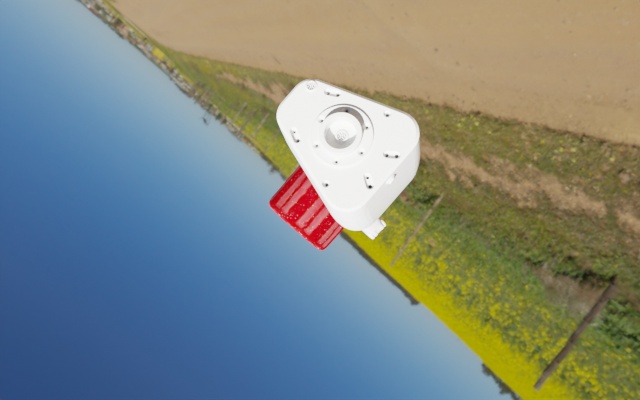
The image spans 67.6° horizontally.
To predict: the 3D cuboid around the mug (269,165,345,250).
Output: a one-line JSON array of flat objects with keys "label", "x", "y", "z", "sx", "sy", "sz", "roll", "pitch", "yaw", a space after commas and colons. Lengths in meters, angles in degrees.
[{"label": "mug", "x": 0.000, "y": 0.002, "z": 0.536, "sx": 0.093, "sy": 0.081, "sz": 0.117, "roll": 41, "pitch": -2, "yaw": 13}]
